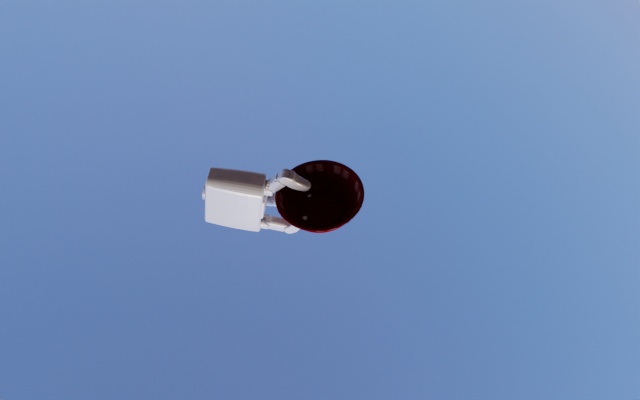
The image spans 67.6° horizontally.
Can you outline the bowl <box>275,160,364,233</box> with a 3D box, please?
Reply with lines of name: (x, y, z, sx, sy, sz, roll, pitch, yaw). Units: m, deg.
bowl: (0.001, 0.003, 0.875, 0.162, 0.162, 0.055, 0, -36, 6)
